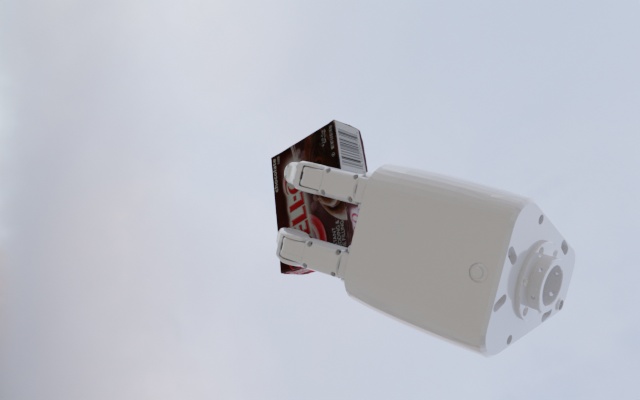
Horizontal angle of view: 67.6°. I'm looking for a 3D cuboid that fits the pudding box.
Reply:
[{"bbox_3d":[0.000,0.001,0.410,0.039,0.113,0.090,11,-24,-41],"label":"pudding box"}]
